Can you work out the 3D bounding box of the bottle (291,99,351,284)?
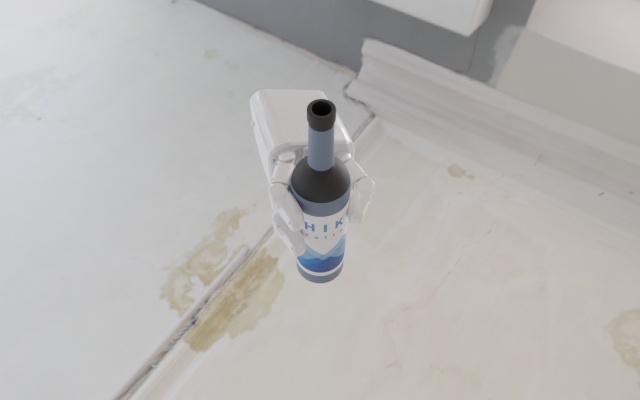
[{"bbox_3d":[0.000,0.002,0.555,0.069,0.069,0.296,0,-36,0],"label":"bottle"}]
